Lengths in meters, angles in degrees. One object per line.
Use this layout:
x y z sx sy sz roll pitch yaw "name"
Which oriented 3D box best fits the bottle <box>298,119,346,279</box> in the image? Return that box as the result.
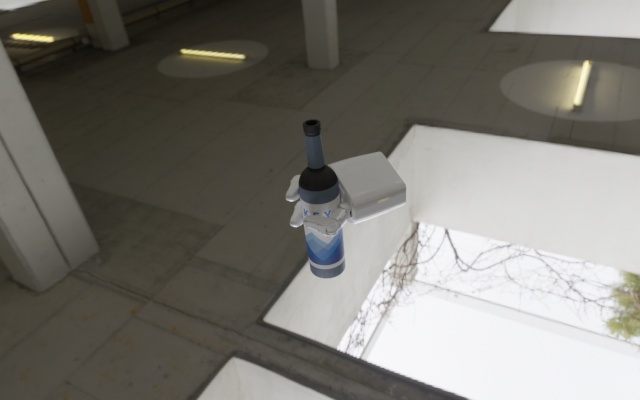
0.000 0.003 0.808 0.069 0.296 0.069 -4 35 3 "bottle"
